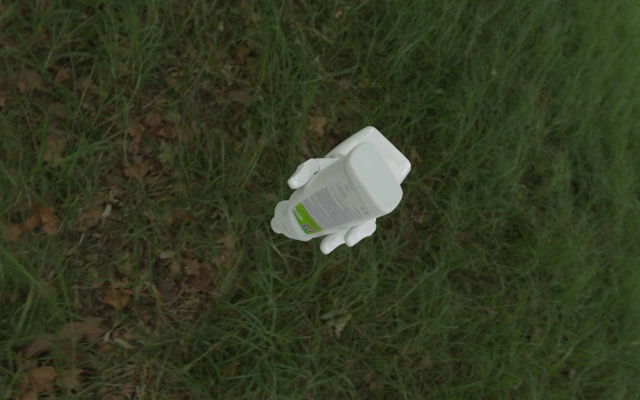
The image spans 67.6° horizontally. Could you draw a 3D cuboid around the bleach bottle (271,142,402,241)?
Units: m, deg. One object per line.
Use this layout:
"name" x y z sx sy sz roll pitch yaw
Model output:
"bleach bottle" 0.000 0.002 0.725 0.251 0.102 0.068 -23 16 47
